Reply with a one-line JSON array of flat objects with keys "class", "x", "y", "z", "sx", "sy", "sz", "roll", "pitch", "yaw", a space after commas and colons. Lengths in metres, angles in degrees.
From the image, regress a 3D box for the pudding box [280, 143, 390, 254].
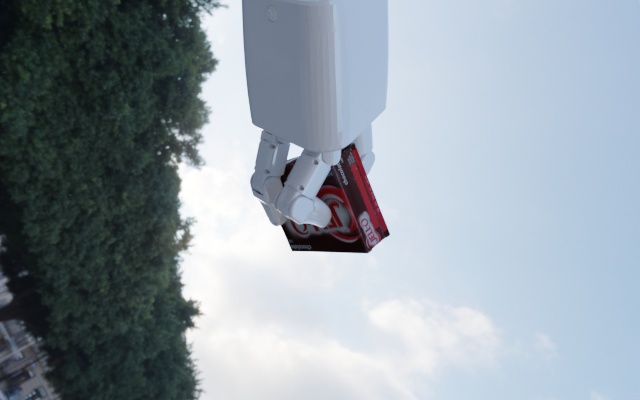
[{"class": "pudding box", "x": 0.000, "y": 0.001, "z": 0.438, "sx": 0.039, "sy": 0.090, "sz": 0.113, "roll": -31, "pitch": 15, "yaw": -34}]
